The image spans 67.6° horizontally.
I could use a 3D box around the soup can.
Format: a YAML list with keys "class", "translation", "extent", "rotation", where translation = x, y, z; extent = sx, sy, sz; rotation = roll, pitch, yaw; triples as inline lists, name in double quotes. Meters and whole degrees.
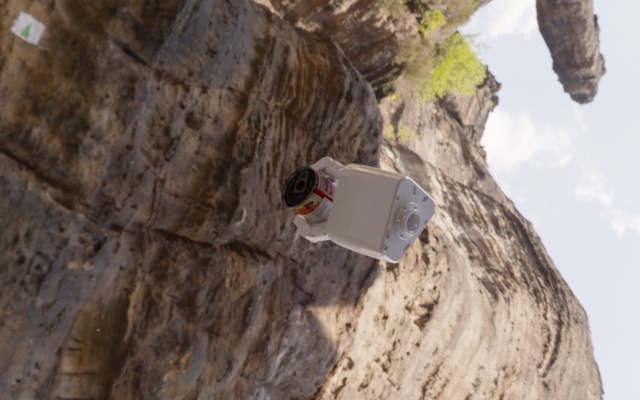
- class: "soup can"
  translation: [0.000, 0.002, 0.719]
  extent: [0.068, 0.068, 0.102]
  rotation: [0, -26, 45]
